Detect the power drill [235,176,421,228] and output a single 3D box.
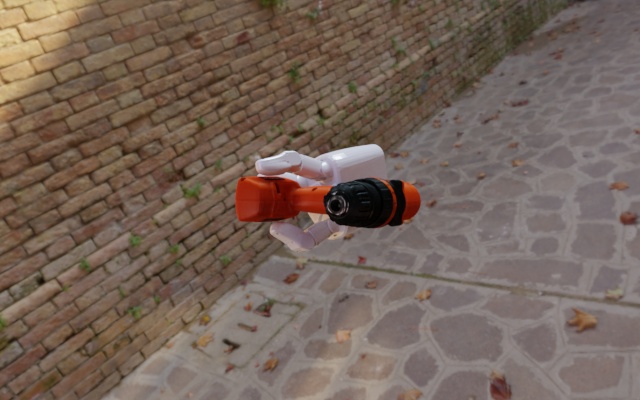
[{"bbox_3d":[0.000,0.002,0.532,0.187,0.057,0.184,3,1,30],"label":"power drill"}]
